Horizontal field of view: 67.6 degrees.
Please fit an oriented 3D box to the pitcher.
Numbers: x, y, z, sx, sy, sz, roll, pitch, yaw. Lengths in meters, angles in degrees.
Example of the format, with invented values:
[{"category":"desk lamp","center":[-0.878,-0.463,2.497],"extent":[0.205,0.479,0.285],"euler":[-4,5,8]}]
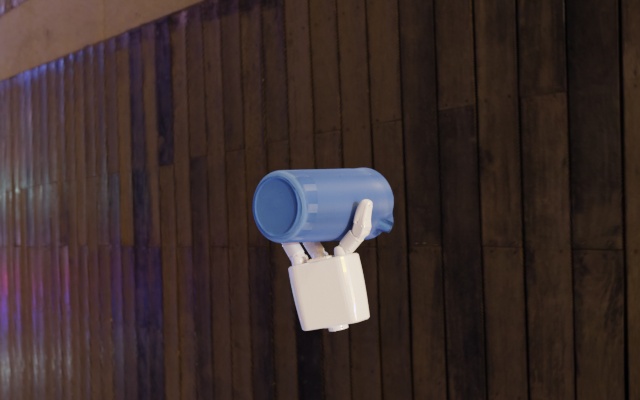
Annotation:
[{"category":"pitcher","center":[0.000,0.003,0.796],"extent":[0.149,0.145,0.243],"euler":[-16,-9,36]}]
